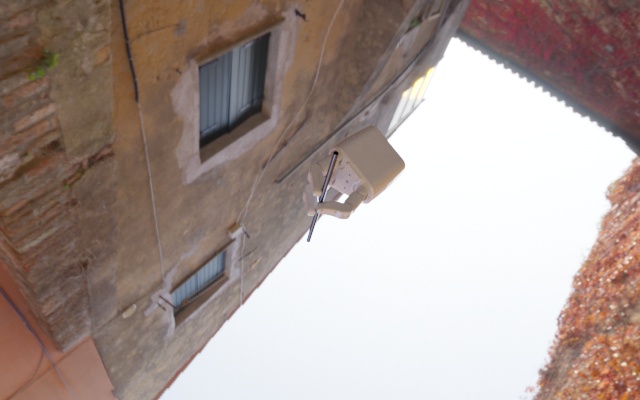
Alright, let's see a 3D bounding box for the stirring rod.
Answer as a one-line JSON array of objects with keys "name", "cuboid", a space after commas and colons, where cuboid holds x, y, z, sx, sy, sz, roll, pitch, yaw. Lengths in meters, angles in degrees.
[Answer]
[{"name": "stirring rod", "cuboid": [0.000, 0.003, 0.798, 0.011, 0.011, 0.240, 0, -37, -14]}]
